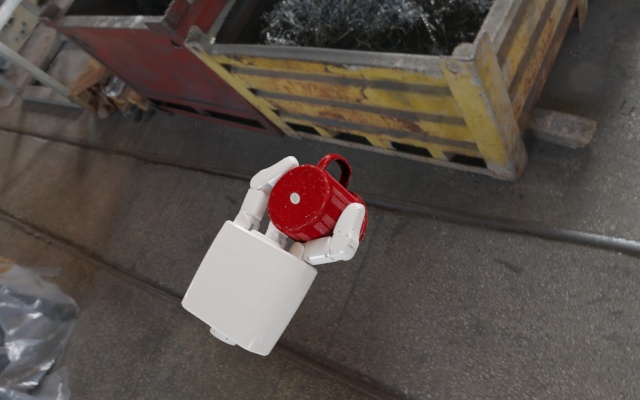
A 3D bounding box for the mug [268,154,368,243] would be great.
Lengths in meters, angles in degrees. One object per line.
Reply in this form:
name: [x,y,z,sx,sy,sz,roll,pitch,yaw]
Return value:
mug: [0.001,0.000,0.539,0.093,0.117,0.081,20,-13,38]
